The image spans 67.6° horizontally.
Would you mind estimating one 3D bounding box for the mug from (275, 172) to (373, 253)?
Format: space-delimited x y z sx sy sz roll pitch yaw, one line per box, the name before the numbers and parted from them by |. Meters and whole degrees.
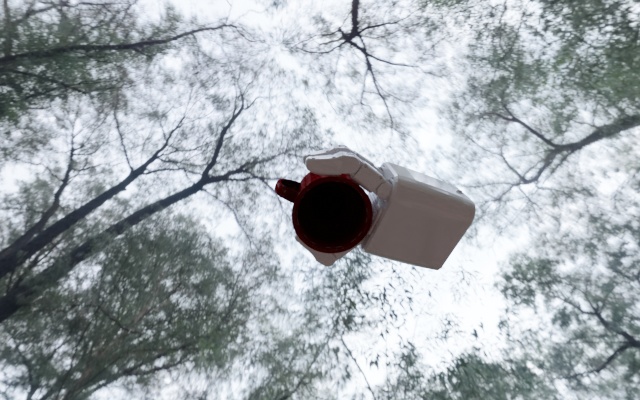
mug | -0.001 0.001 0.578 0.117 0.093 0.081 19 15 -9
